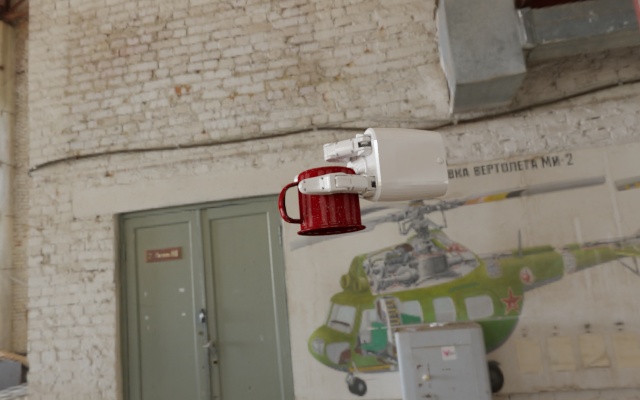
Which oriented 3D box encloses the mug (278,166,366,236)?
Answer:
[{"bbox_3d":[-0.001,0.002,0.640,0.117,0.081,0.093,-2,-11,-19],"label":"mug"}]
